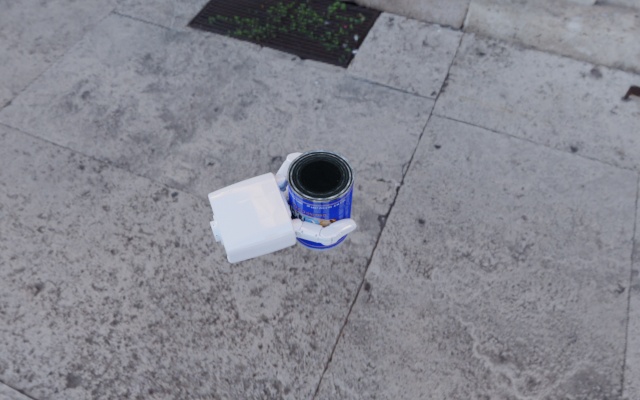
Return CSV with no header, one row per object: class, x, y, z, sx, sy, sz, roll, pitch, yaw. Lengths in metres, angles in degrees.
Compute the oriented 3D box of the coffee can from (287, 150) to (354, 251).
coffee can,0.000,0.003,0.770,0.103,0.102,0.140,0,-37,0
